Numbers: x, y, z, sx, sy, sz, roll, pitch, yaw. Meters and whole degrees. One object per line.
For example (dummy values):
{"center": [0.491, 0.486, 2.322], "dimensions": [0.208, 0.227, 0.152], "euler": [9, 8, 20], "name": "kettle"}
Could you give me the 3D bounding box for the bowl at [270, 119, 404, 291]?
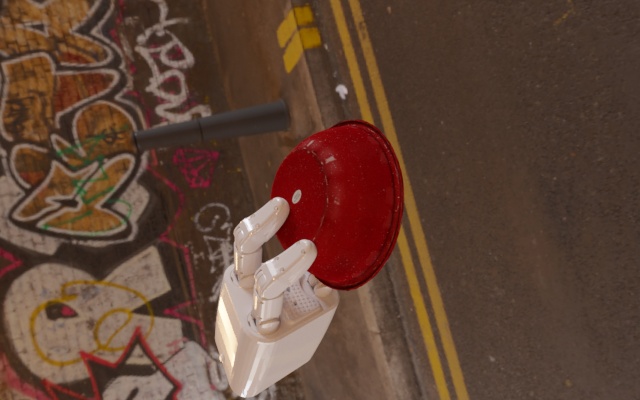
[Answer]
{"center": [0.000, 0.000, 0.438], "dimensions": [0.055, 0.162, 0.162], "euler": [6, -4, -36], "name": "bowl"}
